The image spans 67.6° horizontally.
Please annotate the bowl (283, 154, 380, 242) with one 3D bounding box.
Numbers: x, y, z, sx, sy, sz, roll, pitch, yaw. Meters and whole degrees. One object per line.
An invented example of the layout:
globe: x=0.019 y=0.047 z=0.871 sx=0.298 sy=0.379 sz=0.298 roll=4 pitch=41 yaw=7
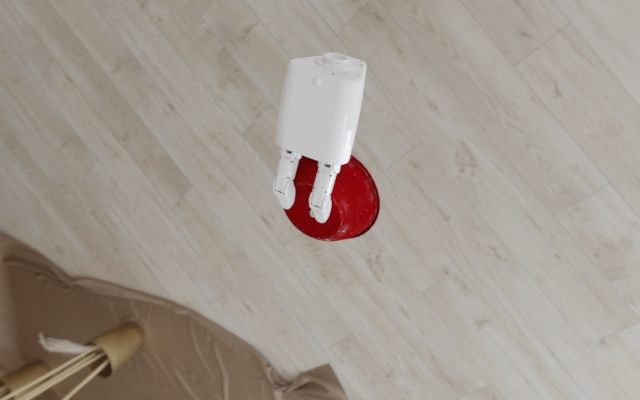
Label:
bowl: x=0.000 y=0.004 z=0.680 sx=0.162 sy=0.162 sz=0.055 roll=0 pitch=31 yaw=31
